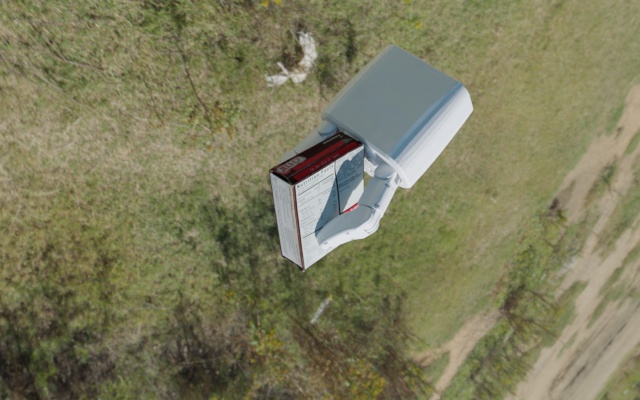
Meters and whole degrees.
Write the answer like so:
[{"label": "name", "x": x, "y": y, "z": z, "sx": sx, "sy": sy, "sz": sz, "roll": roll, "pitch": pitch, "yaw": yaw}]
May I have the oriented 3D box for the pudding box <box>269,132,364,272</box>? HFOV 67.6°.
[{"label": "pudding box", "x": 0.000, "y": 0.002, "z": 0.466, "sx": 0.090, "sy": 0.114, "sz": 0.039, "roll": -31, "pitch": 44, "yaw": -30}]
